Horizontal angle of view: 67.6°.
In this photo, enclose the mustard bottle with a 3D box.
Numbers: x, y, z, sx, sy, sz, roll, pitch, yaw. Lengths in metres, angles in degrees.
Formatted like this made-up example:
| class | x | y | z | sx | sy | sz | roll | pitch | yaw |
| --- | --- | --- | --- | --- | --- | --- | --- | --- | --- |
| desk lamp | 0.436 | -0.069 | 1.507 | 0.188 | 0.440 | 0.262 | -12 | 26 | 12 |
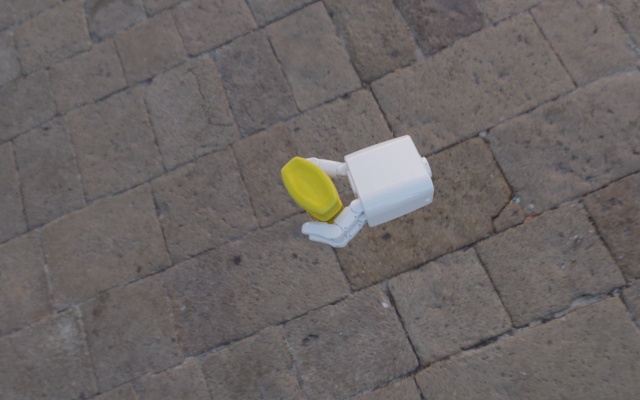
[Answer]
| class | x | y | z | sx | sy | sz | roll | pitch | yaw |
| --- | --- | --- | --- | --- | --- | --- | --- | --- | --- |
| mustard bottle | 0.000 | 0.003 | 0.747 | 0.096 | 0.058 | 0.192 | 45 | -3 | 18 |
